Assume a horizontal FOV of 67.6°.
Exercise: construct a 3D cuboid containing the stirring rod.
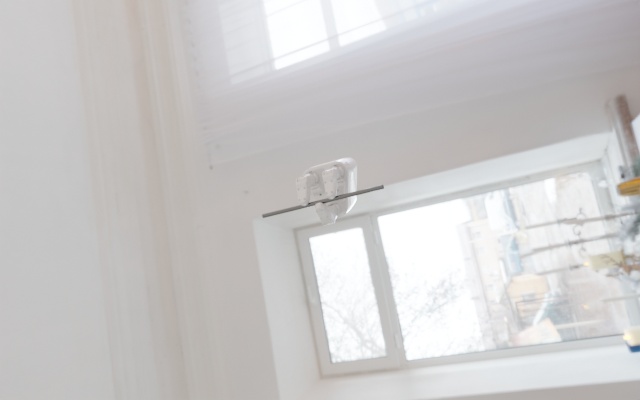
[{"bbox_3d":[0.000,0.003,0.881,0.239,0.011,0.011,-14,-5,19],"label":"stirring rod"}]
